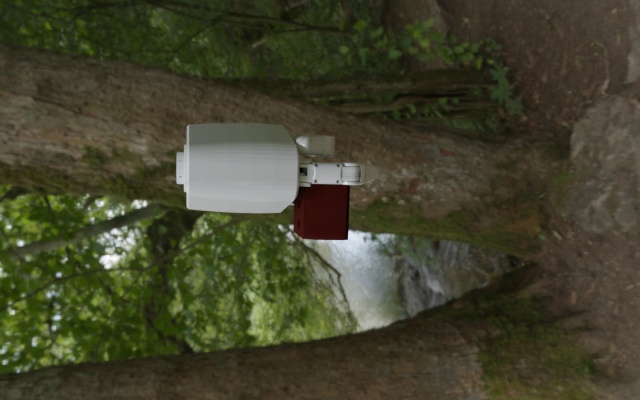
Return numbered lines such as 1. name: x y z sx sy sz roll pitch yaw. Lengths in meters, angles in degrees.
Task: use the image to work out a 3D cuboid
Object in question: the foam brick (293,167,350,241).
1. foam brick: 0.000 0.002 0.526 0.051 0.078 0.053 0 6 -16
